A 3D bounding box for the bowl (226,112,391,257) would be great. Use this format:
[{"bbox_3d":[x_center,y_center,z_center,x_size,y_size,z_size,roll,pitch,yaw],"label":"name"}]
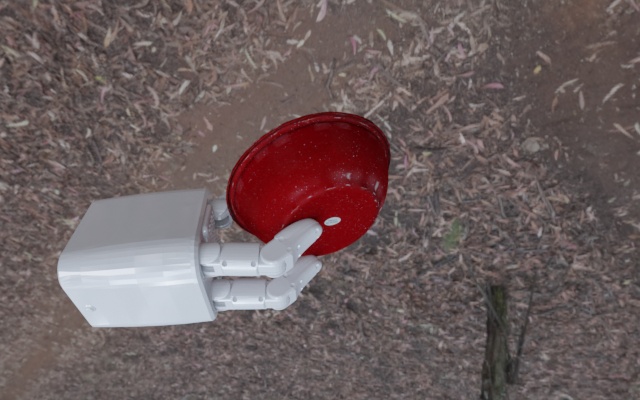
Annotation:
[{"bbox_3d":[0.001,0.001,0.431,0.162,0.055,0.162,-15,-40,-13],"label":"bowl"}]
